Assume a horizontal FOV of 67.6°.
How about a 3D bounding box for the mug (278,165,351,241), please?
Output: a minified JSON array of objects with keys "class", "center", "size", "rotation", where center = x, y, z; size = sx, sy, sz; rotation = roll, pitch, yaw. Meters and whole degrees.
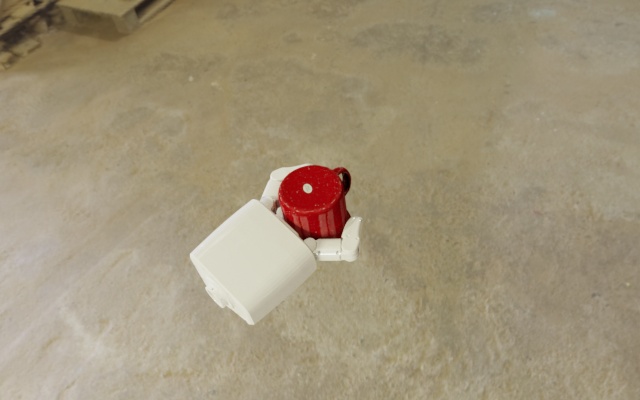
[{"class":"mug","center":[0.001,0.001,0.615],"size":[0.093,0.082,0.117],"rotation":[33,62,30]}]
